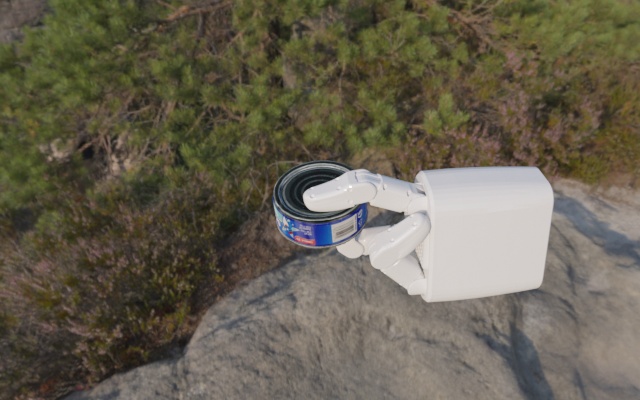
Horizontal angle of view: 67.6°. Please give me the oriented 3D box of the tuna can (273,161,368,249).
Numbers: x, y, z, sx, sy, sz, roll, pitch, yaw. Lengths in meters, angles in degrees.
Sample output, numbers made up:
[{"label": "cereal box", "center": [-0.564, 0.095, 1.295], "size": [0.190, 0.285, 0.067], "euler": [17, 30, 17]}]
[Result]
[{"label": "tuna can", "center": [0.000, 0.001, 0.434], "size": [0.086, 0.034, 0.086], "euler": [-3, 42, 3]}]
